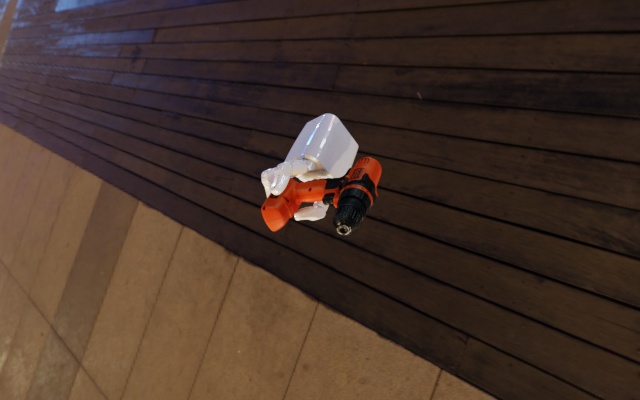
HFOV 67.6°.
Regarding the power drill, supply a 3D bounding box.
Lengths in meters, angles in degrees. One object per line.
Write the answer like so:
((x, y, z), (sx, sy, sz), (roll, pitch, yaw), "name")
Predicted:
((0.000, 0.002, 0.785), (0.187, 0.057, 0.184), (-9, 29, 26), "power drill")
